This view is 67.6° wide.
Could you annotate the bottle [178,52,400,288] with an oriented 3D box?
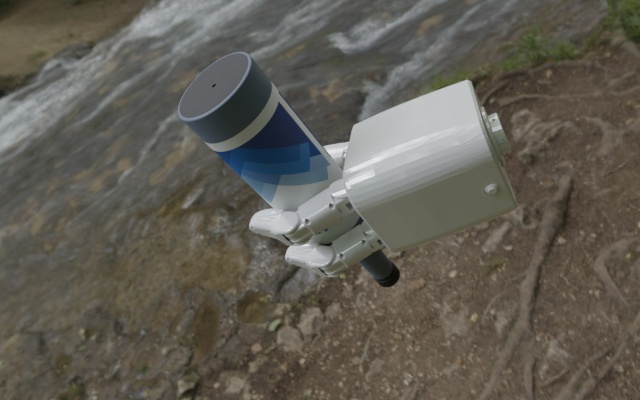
[{"bbox_3d":[0.000,0.001,0.431,0.069,0.069,0.296,0,-34,38],"label":"bottle"}]
